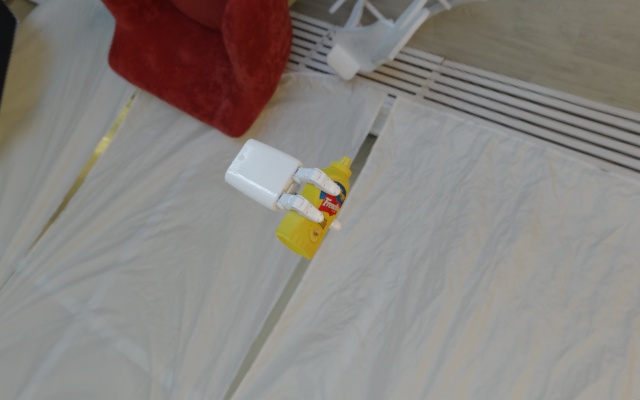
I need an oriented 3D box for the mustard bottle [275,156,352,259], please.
[{"bbox_3d":[0.000,0.003,0.843,0.058,0.191,0.096,20,-18,36],"label":"mustard bottle"}]
